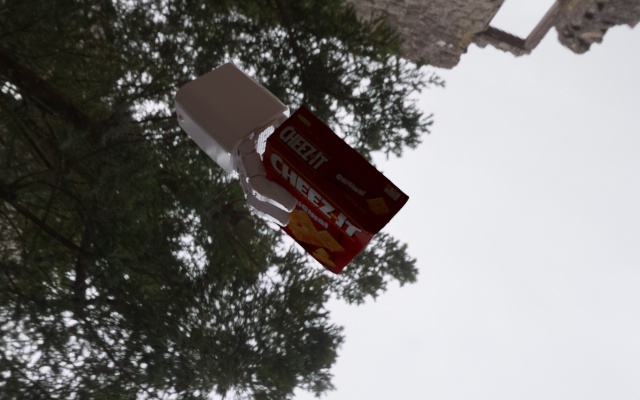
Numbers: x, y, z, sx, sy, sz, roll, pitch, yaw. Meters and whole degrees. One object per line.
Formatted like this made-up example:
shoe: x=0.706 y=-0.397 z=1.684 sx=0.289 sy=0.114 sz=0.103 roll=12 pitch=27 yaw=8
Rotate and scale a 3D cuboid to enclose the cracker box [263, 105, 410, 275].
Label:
cracker box: x=0.000 y=0.002 z=0.619 sx=0.164 sy=0.072 sz=0.214 roll=41 pitch=-22 yaw=6
